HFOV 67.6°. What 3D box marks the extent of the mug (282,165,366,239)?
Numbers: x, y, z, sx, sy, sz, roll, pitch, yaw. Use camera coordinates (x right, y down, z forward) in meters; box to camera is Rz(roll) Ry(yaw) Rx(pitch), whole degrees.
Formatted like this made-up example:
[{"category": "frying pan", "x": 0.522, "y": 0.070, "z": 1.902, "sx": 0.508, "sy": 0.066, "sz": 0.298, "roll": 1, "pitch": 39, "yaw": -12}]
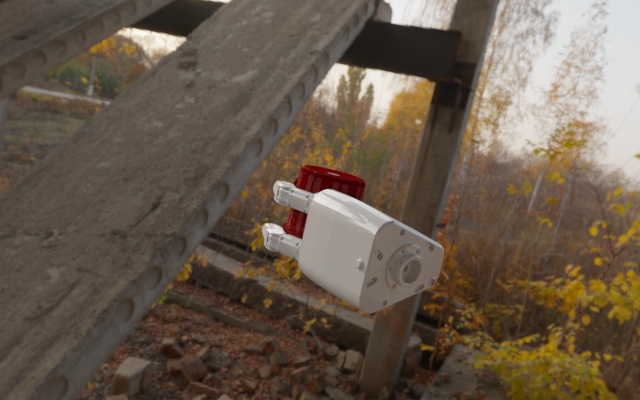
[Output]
[{"category": "mug", "x": -0.001, "y": 0.001, "z": 0.591, "sx": 0.093, "sy": 0.081, "sz": 0.117, "roll": 7, "pitch": 12, "yaw": -38}]
